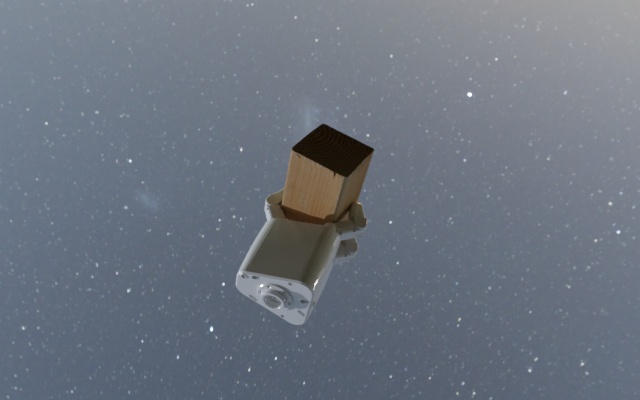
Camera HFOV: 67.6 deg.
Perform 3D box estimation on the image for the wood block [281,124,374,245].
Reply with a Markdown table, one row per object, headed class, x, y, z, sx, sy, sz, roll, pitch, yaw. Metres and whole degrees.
| class | x | y | z | sx | sy | sz | roll | pitch | yaw |
| --- | --- | --- | --- | --- | --- | --- | --- | --- | --- |
| wood block | 0.000 | 0.003 | 0.726 | 0.091 | 0.206 | 0.090 | 29 | 44 | 15 |
